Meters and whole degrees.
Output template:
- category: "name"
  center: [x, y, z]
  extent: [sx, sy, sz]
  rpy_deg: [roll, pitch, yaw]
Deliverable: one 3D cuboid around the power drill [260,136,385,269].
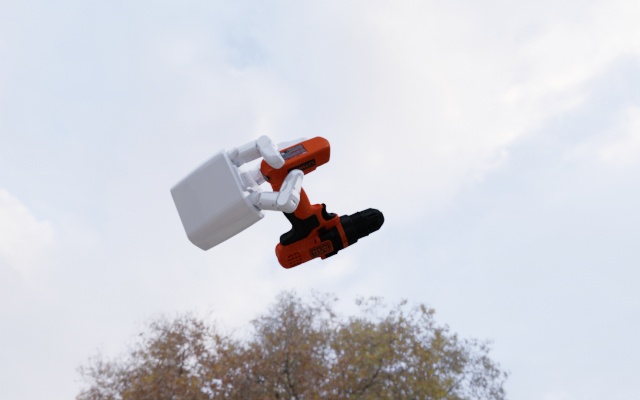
- category: "power drill"
  center: [0.000, 0.002, 0.723]
  extent: [0.184, 0.188, 0.057]
  rpy_deg: [-23, 29, -10]
